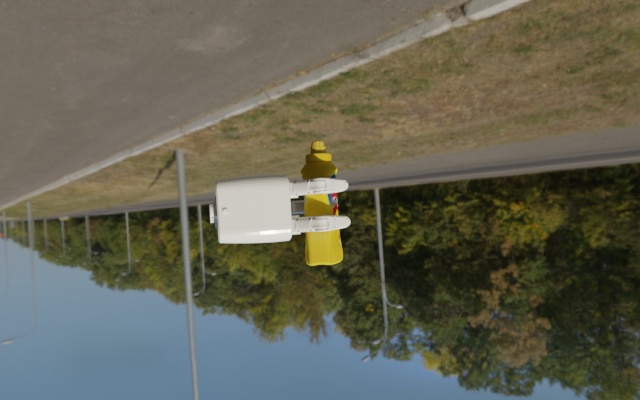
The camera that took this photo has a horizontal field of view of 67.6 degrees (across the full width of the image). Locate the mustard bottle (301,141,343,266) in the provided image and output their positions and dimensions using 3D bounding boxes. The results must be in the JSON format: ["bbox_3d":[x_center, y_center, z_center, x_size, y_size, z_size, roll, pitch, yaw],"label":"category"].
[{"bbox_3d":[0.000,0.003,0.752,0.058,0.191,0.096,-4,-1,11],"label":"mustard bottle"}]
